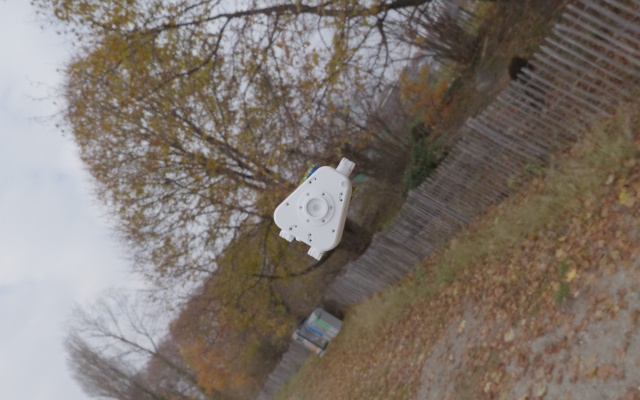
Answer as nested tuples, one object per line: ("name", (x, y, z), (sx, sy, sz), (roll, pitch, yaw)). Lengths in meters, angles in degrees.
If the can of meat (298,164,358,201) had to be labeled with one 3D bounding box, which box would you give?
("can of meat", (0.000, 0.002, 0.782), (0.084, 0.102, 0.057), (30, 4, 3))
